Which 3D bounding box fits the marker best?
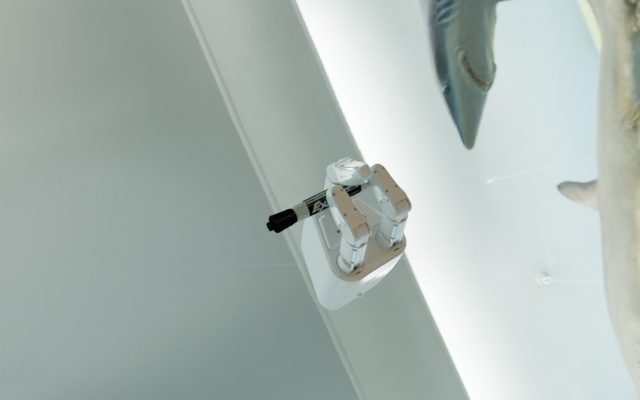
[{"bbox_3d":[0.000,0.002,0.478,0.121,0.020,0.020,-26,11,-24],"label":"marker"}]
